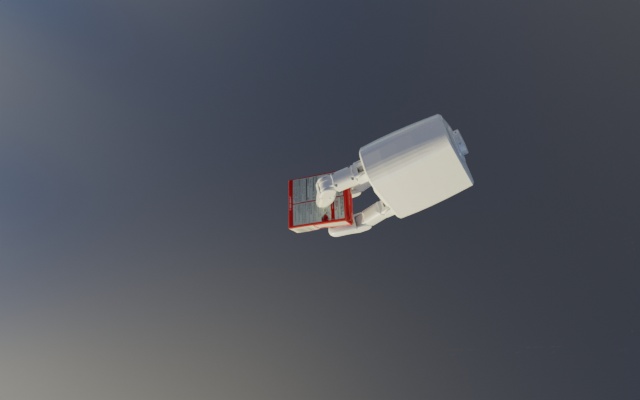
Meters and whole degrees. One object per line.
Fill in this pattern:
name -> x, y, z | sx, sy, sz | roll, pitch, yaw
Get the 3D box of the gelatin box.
gelatin box -> 0.000, 0.002, 0.664 | 0.089, 0.073, 0.030 | -10, -20, 21
